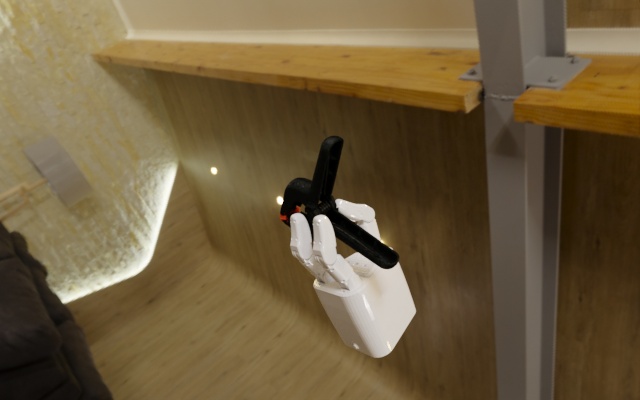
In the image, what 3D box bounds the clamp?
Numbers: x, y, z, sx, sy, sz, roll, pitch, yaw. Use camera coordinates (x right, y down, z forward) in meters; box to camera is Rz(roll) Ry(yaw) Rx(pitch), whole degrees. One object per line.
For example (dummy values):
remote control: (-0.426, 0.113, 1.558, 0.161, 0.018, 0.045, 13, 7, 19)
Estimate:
clamp: (0.001, 0.002, 0.604, 0.036, 0.164, 0.210, -31, 17, -28)
